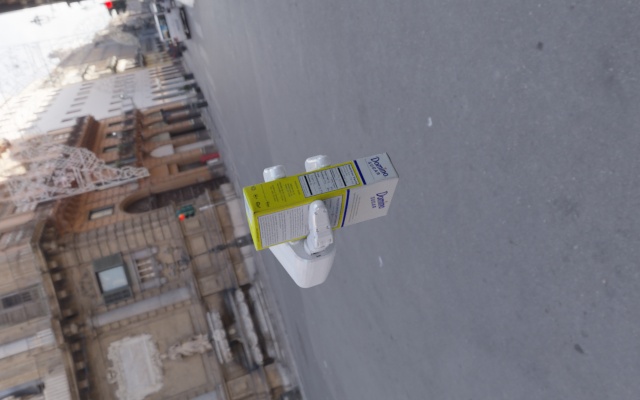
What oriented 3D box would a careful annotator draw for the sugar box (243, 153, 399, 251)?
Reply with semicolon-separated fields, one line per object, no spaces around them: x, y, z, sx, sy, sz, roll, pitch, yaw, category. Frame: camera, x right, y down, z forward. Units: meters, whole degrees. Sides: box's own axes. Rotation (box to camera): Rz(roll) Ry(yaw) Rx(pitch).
0.000;0.002;0.578;0.176;0.048;0.093;-16;-28;-13;sugar box
